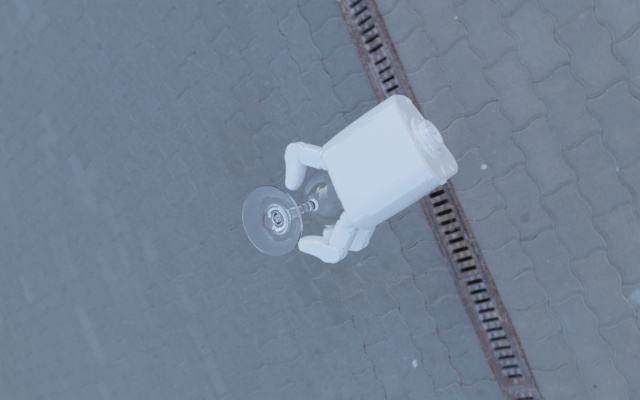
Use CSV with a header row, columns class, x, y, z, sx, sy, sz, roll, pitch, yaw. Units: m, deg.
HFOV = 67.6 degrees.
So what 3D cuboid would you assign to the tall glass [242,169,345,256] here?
class,x,y,z,sx,sy,sz,roll,pitch,yaw
tall glass,0.000,0.002,0.569,0.079,0.079,0.201,0,11,31
